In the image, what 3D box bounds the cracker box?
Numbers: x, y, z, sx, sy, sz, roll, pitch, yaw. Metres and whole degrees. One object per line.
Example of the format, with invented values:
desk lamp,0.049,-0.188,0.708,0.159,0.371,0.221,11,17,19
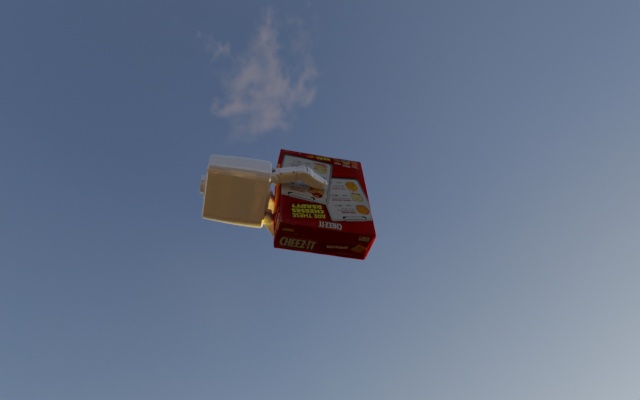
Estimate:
cracker box,0.000,0.003,0.867,0.164,0.072,0.213,9,39,-11
